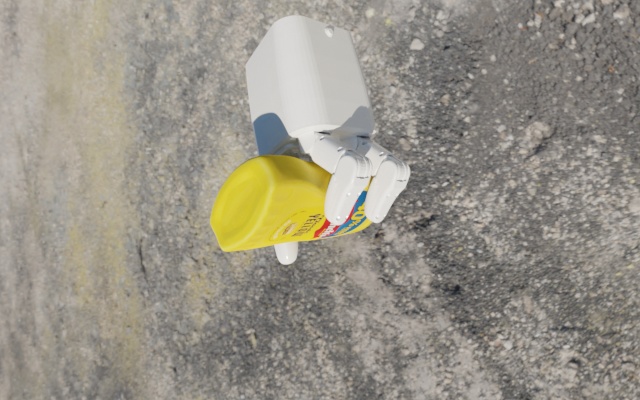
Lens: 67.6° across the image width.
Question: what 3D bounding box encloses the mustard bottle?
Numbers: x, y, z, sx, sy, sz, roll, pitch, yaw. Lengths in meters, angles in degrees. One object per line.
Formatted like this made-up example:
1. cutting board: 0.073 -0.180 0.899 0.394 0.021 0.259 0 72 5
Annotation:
1. mustard bottle: 0.000 0.002 0.447 0.191 0.058 0.096 -3 -37 -45
